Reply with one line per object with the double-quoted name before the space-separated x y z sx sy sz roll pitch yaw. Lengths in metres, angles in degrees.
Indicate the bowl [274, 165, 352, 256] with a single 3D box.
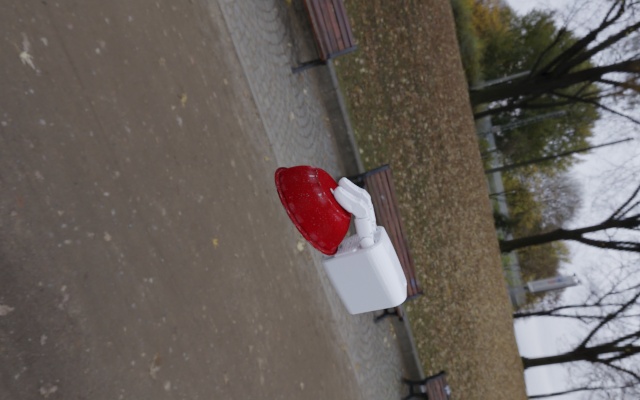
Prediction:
"bowl" 0.000 0.001 0.738 0.055 0.162 0.162 -34 -11 18
